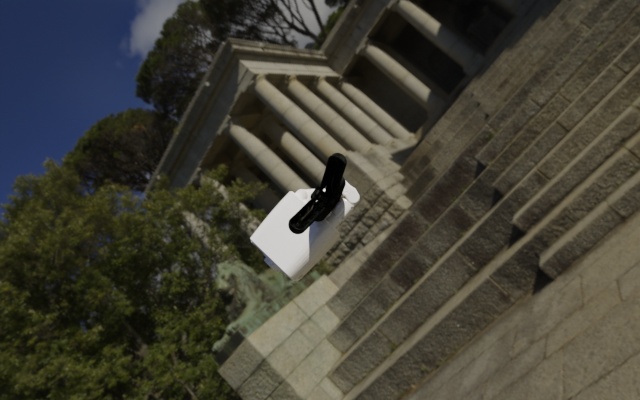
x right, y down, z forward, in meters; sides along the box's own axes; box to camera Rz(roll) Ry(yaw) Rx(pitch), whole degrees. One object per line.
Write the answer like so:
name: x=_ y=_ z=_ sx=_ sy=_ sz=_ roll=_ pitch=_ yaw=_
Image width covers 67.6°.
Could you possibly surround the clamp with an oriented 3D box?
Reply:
clamp: x=0.000 y=0.002 z=0.690 sx=0.039 sy=0.120 sz=0.171 roll=38 pitch=-6 yaw=11
